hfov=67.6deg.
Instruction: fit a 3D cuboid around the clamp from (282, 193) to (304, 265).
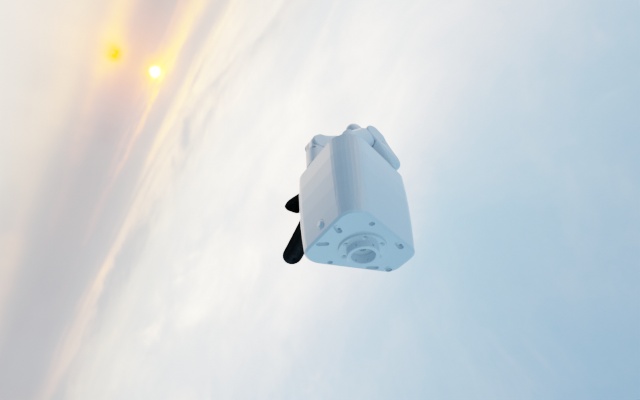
[{"bbox_3d":[0.001,0.002,0.605,0.039,0.120,0.171,22,-48,-25],"label":"clamp"}]
